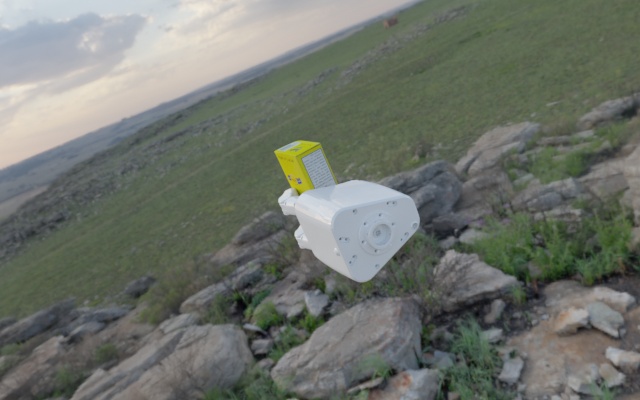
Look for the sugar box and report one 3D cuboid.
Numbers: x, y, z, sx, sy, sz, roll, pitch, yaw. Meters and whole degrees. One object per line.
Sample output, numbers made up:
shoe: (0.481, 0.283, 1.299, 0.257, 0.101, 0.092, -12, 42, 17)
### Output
sugar box: (0.000, 0.002, 0.683, 0.048, 0.176, 0.093, -28, 19, -16)
